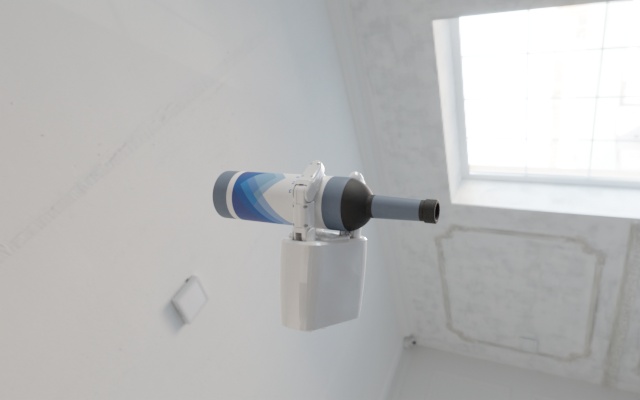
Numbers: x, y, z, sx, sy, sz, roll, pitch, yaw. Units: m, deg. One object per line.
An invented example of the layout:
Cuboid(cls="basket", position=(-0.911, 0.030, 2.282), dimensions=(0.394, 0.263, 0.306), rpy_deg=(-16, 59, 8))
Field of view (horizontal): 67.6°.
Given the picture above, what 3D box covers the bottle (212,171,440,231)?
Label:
Cuboid(cls="bottle", position=(0.000, 0.002, 0.599), dimensions=(0.295, 0.069, 0.069), rpy_deg=(5, 2, 28))
